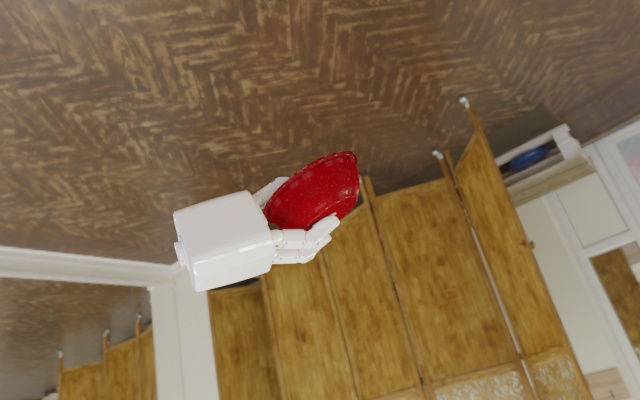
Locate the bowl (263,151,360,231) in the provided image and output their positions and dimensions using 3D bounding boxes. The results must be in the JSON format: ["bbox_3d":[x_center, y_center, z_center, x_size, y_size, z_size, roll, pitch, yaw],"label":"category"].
[{"bbox_3d":[0.001,0.002,0.682,0.162,0.055,0.162,-32,-18,-12],"label":"bowl"}]
